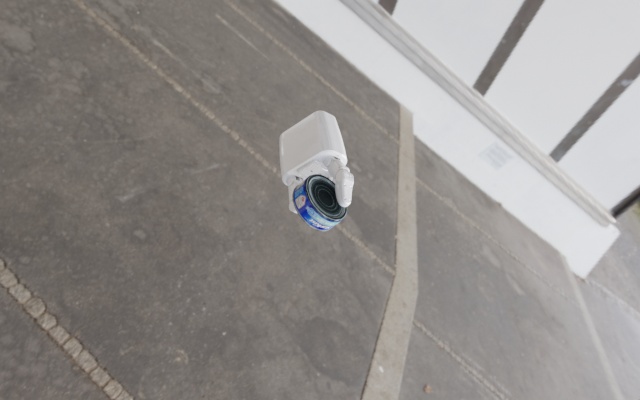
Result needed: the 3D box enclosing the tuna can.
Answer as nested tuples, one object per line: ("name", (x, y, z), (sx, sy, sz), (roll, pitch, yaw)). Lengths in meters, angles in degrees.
("tuna can", (0.000, 0.002, 0.737), (0.086, 0.086, 0.034), (0, -30, -48))
